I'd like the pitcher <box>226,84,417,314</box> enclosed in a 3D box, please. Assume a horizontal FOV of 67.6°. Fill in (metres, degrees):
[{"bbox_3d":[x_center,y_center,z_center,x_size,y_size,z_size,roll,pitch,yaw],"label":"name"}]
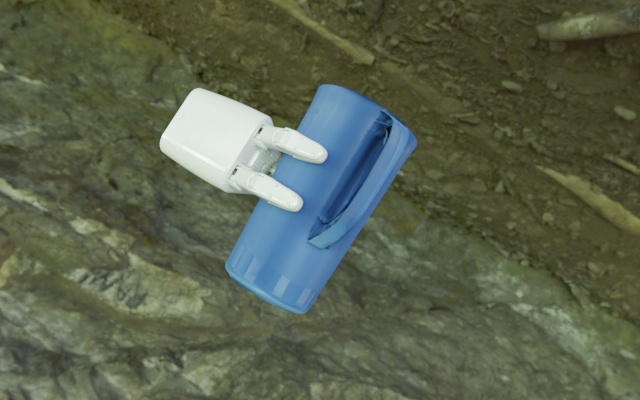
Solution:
[{"bbox_3d":[0.000,0.002,0.540,0.145,0.243,0.149,28,-6,22],"label":"pitcher"}]
